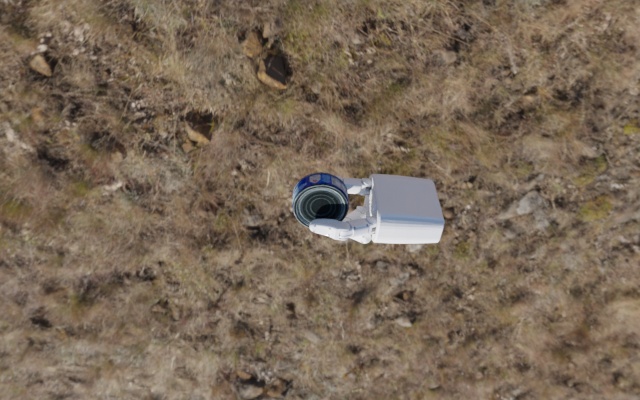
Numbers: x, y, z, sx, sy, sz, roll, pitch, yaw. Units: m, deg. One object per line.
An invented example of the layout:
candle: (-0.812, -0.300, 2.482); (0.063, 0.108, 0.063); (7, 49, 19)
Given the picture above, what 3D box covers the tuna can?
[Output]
tuna can: (0.000, 0.003, 0.722); (0.086, 0.086, 0.033); (0, 35, -2)
